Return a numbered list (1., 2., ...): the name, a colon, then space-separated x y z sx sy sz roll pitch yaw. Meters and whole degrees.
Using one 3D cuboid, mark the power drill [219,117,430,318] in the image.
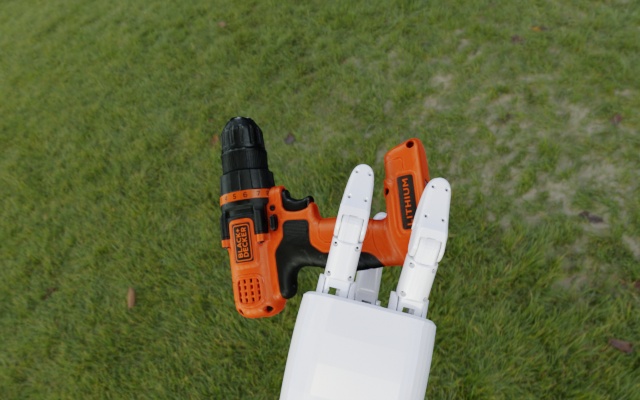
1. power drill: 0.001 0.002 0.415 0.187 0.184 0.057 -10 -7 19
